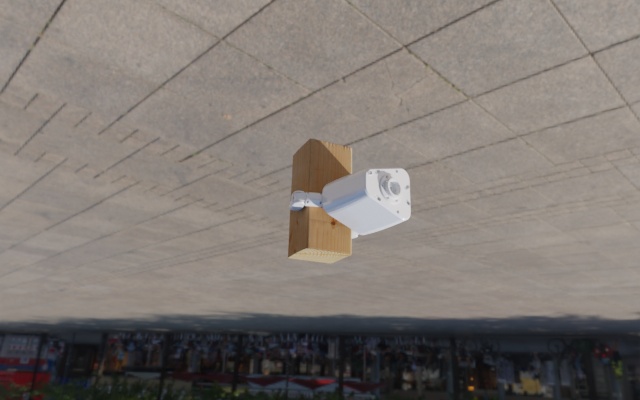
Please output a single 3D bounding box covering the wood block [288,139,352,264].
[{"bbox_3d":[0.000,0.003,0.886,0.091,0.206,0.090,11,-21,-23],"label":"wood block"}]
